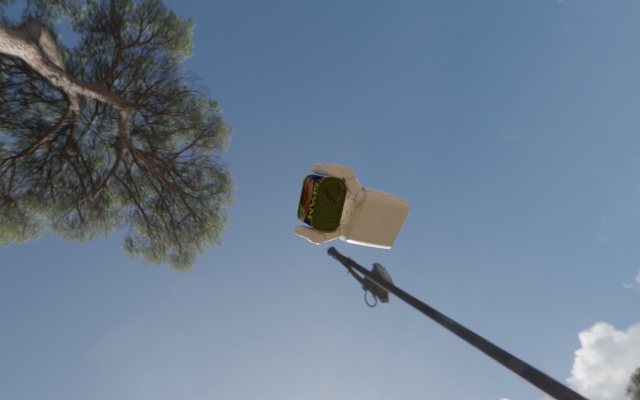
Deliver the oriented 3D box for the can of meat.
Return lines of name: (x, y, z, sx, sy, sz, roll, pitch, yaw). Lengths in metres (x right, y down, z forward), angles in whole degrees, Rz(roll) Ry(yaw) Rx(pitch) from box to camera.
can of meat: (0.000, 0.003, 0.892, 0.057, 0.102, 0.084, 10, 4, -25)
